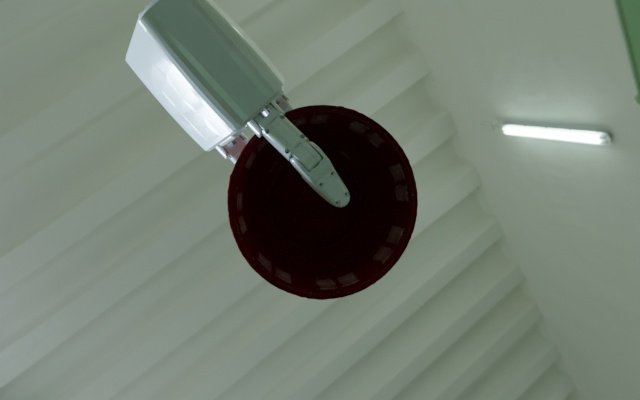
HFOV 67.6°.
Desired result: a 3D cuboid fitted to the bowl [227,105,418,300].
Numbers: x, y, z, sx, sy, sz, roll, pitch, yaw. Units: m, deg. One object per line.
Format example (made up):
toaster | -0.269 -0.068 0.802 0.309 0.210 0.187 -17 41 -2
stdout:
bowl | 0.001 0.003 0.421 0.162 0.162 0.055 0 0 -11
